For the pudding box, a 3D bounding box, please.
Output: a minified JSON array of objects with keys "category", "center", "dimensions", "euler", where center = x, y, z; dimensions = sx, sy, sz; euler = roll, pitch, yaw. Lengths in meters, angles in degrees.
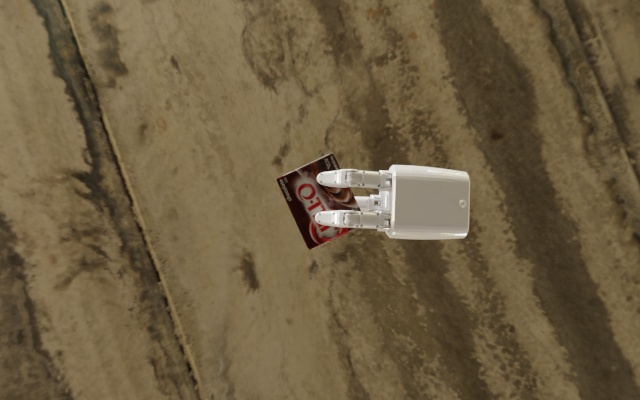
[{"category":"pudding box","center":[0.000,0.002,0.678],"dimensions":[0.090,0.113,0.039],"euler":[-25,-4,-4]}]
